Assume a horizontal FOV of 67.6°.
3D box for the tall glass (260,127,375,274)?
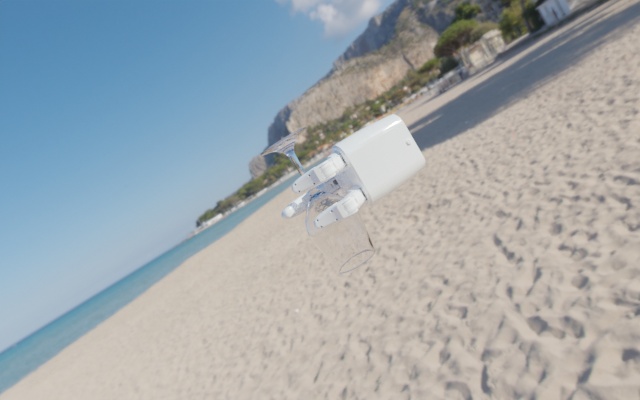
[{"bbox_3d":[0.000,0.002,0.669,0.079,0.201,0.079,-31,5,3],"label":"tall glass"}]
